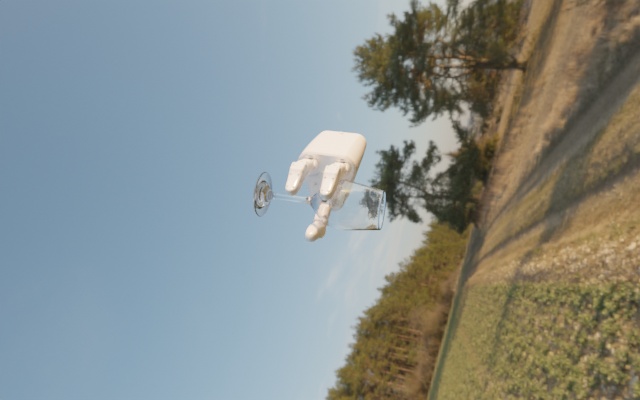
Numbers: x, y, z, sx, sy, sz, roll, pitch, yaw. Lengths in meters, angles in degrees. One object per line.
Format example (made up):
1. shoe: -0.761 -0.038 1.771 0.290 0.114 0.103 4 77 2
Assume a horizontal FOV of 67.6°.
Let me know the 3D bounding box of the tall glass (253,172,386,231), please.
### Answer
1. tall glass: -0.001 0.003 0.757 0.201 0.079 0.079 8 2 15
